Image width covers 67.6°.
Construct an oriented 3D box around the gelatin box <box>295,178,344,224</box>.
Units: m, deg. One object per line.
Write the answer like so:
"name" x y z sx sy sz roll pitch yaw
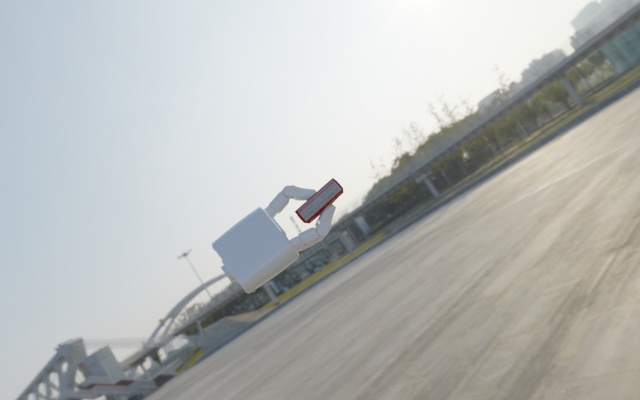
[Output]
"gelatin box" 0.000 0.002 0.829 0.089 0.030 0.073 -43 -5 0
